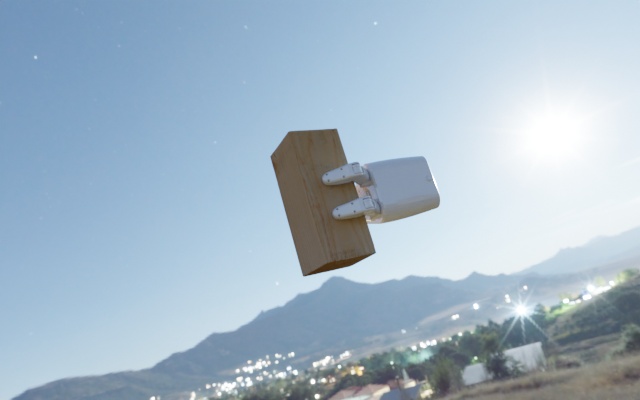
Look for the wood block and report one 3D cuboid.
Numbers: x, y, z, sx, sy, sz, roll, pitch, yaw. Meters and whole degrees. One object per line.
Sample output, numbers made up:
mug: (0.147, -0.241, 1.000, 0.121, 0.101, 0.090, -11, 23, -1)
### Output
wood block: (0.000, 0.002, 0.744, 0.090, 0.206, 0.091, -8, -17, -28)
